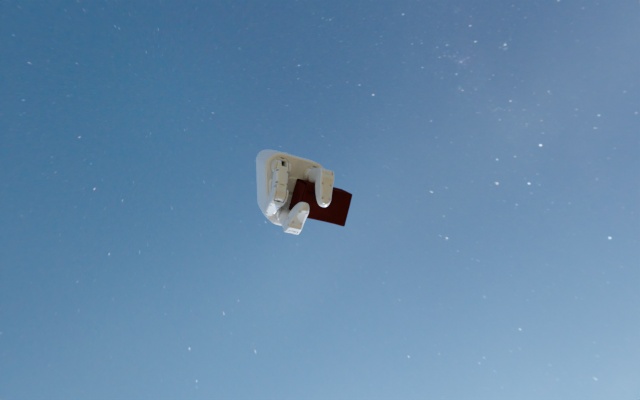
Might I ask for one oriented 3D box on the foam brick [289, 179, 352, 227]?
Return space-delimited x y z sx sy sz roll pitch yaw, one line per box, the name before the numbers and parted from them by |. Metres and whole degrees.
foam brick | 0.000 0.003 0.727 0.078 0.053 0.051 14 6 -20
